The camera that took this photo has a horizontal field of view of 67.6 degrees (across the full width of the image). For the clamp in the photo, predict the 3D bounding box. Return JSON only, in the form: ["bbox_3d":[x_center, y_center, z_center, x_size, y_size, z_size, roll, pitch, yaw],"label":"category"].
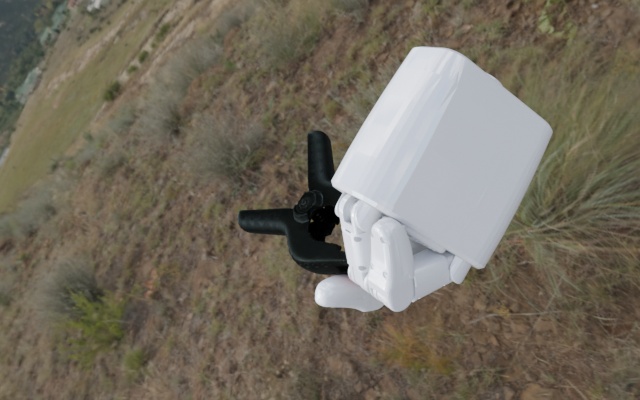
[{"bbox_3d":[0.000,0.001,0.408,0.039,0.120,0.171,33,-2,-41],"label":"clamp"}]
